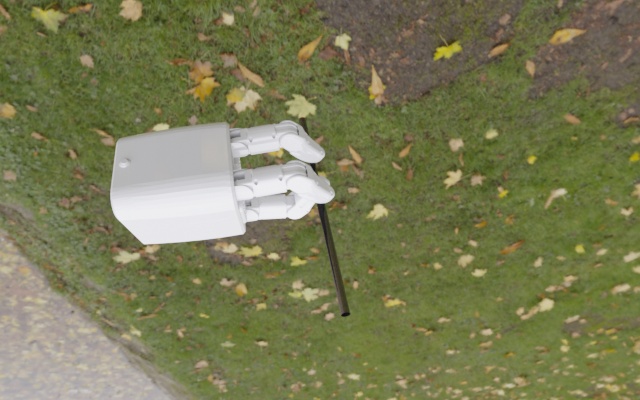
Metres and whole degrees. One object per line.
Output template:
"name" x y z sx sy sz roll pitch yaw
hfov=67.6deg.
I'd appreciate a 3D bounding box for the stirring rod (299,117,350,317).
"stirring rod" 0.000 0.001 0.469 0.011 0.239 0.011 -8 -38 -6
